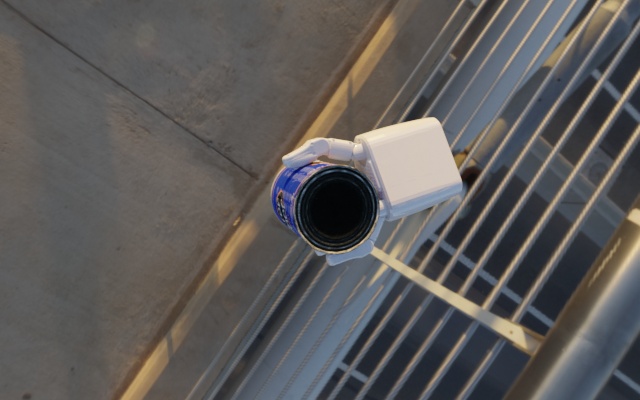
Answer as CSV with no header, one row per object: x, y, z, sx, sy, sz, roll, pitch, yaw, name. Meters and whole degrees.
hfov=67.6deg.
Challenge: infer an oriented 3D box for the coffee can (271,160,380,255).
0.000,0.002,0.599,0.103,0.103,0.140,0,8,-16,coffee can
